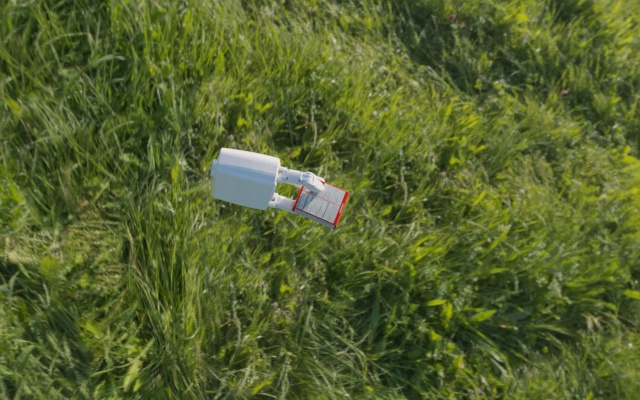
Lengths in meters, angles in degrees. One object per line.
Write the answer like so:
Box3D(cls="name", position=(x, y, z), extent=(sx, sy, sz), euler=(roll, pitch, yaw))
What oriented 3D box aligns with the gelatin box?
Box3D(cls="gelatin box", position=(0.001, 0.003, 0.899), extent=(0.089, 0.073, 0.030), euler=(23, -22, -2))
